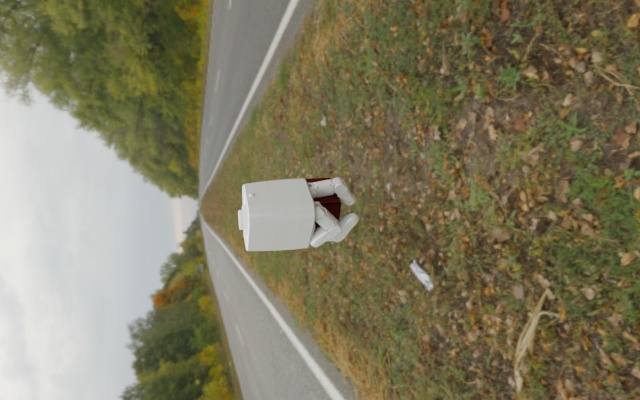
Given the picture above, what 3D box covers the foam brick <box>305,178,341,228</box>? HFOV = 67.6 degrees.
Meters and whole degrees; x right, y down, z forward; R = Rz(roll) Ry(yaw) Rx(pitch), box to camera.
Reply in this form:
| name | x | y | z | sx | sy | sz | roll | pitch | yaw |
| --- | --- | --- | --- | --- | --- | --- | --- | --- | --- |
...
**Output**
| name | x | y | z | sx | sy | sz | roll | pitch | yaw |
| --- | --- | --- | --- | --- | --- | --- | --- | --- | --- |
| foam brick | 0.000 | 0.003 | 0.836 | 0.051 | 0.053 | 0.078 | -4 | 37 | -13 |
